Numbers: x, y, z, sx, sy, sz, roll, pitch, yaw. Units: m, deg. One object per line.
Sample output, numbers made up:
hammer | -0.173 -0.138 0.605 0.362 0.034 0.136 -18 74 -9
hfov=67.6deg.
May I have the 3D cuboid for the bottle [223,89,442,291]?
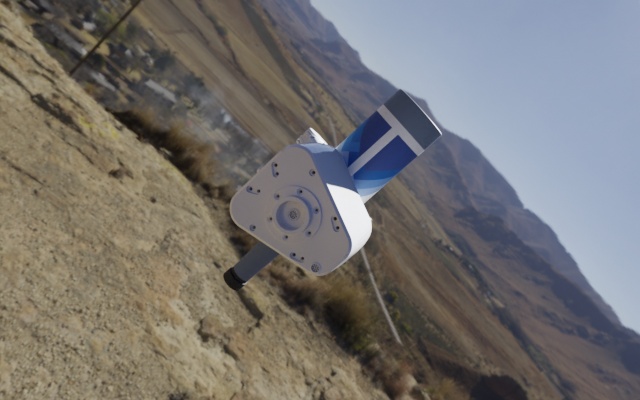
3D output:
bottle | 0.000 0.002 0.539 0.296 0.069 0.069 -42 -11 13
